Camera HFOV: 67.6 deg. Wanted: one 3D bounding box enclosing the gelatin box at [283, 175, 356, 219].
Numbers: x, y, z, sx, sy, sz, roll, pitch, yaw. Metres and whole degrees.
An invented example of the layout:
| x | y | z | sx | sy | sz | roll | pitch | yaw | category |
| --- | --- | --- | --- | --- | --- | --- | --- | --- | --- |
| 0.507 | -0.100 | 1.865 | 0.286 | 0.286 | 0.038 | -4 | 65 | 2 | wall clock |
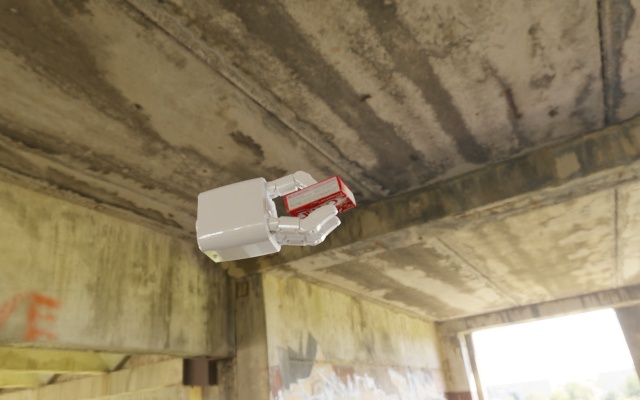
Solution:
| x | y | z | sx | sy | sz | roll | pitch | yaw | category |
| --- | --- | --- | --- | --- | --- | --- | --- | --- | --- |
| 0.000 | 0.002 | 0.714 | 0.089 | 0.030 | 0.073 | -22 | -25 | 13 | gelatin box |
